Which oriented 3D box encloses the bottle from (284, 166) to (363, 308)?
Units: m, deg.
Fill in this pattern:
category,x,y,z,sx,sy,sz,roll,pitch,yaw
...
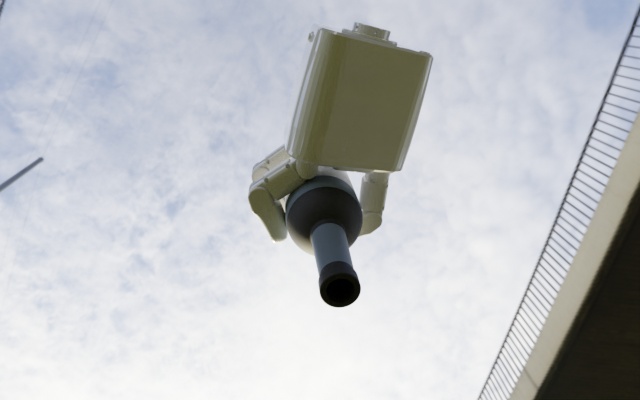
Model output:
category,x,y,z,sx,sy,sz,roll,pitch,yaw
bottle,0.000,0.001,0.445,0.069,0.069,0.295,0,23,-5
